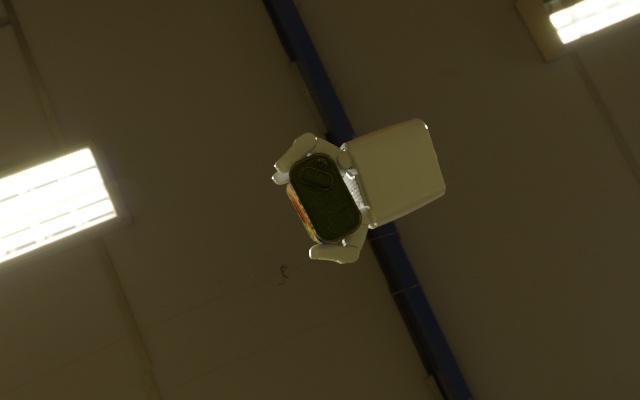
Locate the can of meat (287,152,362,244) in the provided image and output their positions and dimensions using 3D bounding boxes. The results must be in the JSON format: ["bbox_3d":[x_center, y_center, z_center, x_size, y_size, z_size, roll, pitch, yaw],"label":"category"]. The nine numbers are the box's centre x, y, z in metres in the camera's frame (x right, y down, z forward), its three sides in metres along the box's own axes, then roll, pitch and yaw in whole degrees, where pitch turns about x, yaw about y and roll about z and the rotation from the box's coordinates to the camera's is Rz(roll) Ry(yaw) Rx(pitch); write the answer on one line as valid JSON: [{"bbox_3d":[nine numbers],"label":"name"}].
[{"bbox_3d":[0.000,0.002,0.582,0.057,0.102,0.084,-27,-4,-11],"label":"can of meat"}]
